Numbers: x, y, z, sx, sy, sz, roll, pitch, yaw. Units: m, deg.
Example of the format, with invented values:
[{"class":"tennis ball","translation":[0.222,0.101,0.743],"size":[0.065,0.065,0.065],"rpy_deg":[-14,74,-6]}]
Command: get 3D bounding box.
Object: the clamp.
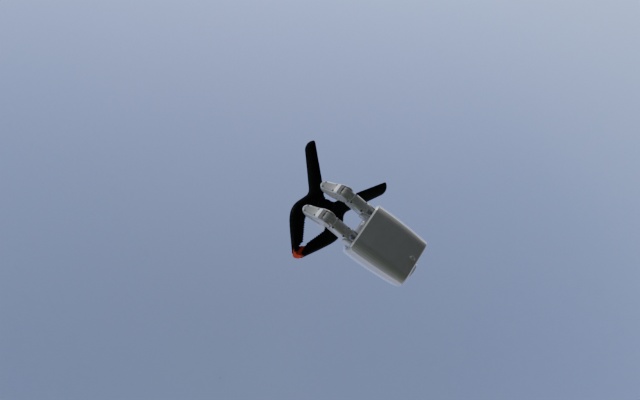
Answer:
[{"class":"clamp","translation":[0.000,0.004,0.830],"size":[0.164,0.210,0.036],"rpy_deg":[36,-23,2]}]
